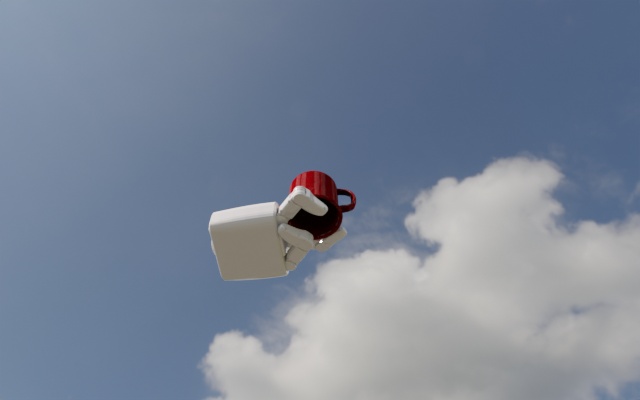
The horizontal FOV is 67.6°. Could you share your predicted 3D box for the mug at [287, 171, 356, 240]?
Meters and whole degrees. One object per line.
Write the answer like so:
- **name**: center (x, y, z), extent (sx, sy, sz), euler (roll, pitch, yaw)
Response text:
- **mug**: center (0.002, 0.002, 0.787), extent (0.117, 0.093, 0.081), euler (-8, 36, 5)
